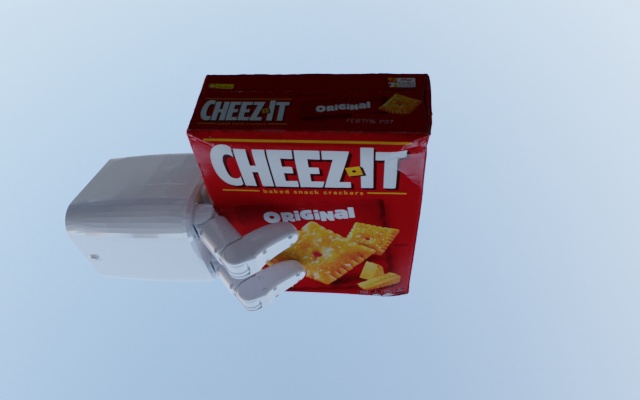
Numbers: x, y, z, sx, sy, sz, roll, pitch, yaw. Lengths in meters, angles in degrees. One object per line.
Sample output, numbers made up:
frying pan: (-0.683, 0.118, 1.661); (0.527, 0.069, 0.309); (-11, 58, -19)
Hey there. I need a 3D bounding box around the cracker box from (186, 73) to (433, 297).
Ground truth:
cracker box: (0.000, 0.001, 0.403); (0.164, 0.072, 0.214); (1, -39, 6)
